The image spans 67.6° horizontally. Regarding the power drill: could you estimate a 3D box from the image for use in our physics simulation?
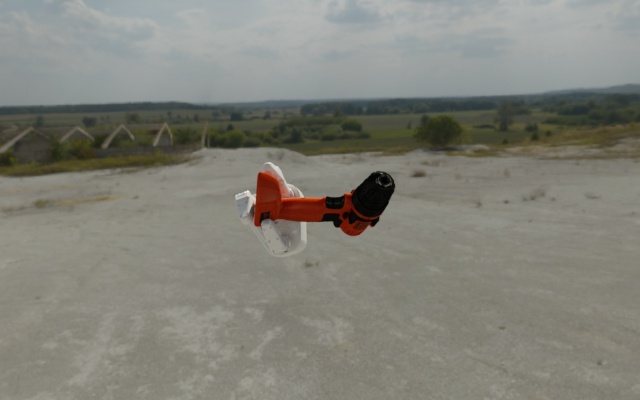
[{"bbox_3d":[0.000,0.002,0.688,0.187,0.057,0.184,6,-24,-8],"label":"power drill"}]
